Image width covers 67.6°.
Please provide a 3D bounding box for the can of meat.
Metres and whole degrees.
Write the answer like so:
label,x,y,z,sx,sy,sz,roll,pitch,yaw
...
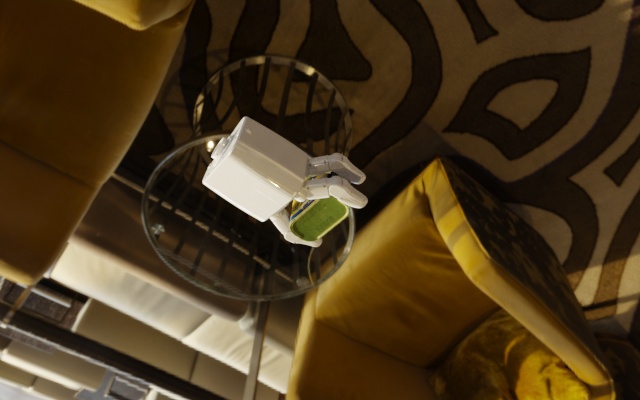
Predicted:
label,x,y,z,sx,sy,sz,roll,pitch,yaw
can of meat,0.000,0.003,0.710,0.057,0.084,0.102,36,-59,-21
